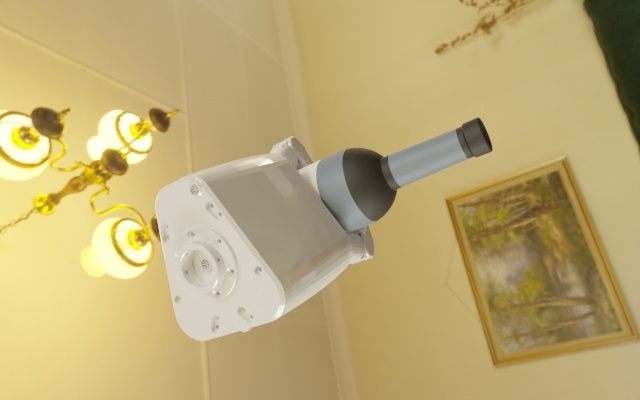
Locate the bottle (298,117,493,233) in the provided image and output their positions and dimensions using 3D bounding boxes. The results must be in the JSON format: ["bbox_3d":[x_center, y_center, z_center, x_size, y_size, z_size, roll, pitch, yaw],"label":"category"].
[{"bbox_3d":[0.000,0.001,0.416,0.296,0.069,0.069,-22,-11,27],"label":"bottle"}]
